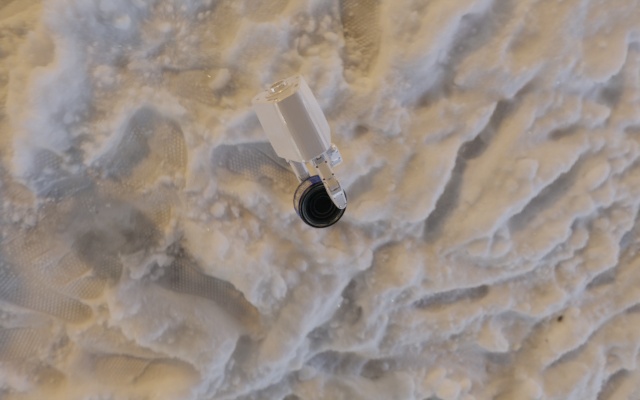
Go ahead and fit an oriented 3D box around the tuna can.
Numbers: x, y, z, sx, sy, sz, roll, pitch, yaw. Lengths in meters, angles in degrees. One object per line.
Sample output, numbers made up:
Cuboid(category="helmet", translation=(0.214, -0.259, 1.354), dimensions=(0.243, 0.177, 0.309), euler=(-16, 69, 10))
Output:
Cuboid(category="tuna can", translation=(0.000, 0.003, 0.791), dimensions=(0.086, 0.086, 0.033), euler=(0, 22, -21))
